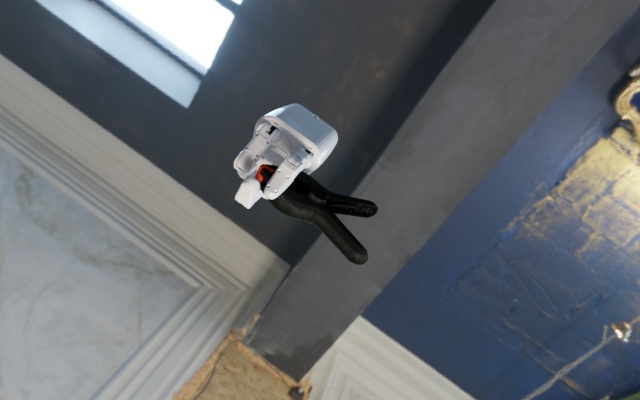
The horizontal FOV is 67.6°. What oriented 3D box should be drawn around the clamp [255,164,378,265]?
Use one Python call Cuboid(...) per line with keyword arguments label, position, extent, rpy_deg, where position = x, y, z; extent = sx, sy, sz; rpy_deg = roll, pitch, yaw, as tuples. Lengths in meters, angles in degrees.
Cuboid(label="clamp", position=(0.000, 0.002, 0.607), extent=(0.171, 0.039, 0.120), rpy_deg=(36, 28, 1))
